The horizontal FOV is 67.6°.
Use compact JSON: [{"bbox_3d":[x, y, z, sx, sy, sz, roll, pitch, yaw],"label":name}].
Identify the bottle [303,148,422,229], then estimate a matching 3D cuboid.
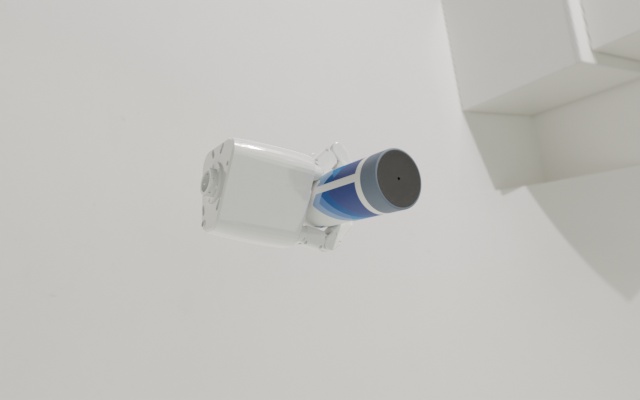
[{"bbox_3d":[0.000,0.002,0.617,0.069,0.069,0.296,0,-10,-35],"label":"bottle"}]
